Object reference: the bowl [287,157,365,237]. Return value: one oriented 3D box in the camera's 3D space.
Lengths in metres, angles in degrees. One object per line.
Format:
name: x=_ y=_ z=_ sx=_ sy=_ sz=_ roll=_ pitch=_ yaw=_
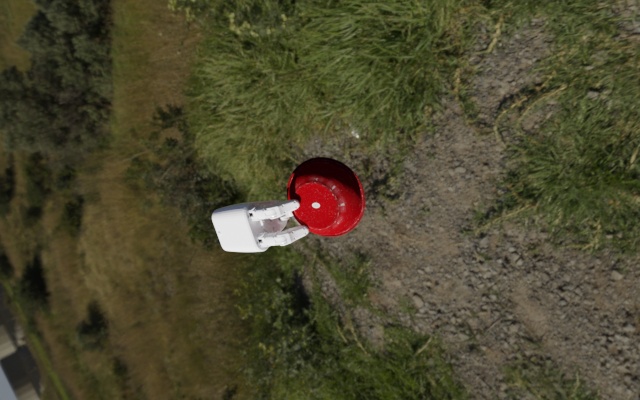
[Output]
bowl: x=0.001 y=0.003 z=0.896 sx=0.162 sy=0.162 sz=0.055 roll=0 pitch=18 yaw=22
